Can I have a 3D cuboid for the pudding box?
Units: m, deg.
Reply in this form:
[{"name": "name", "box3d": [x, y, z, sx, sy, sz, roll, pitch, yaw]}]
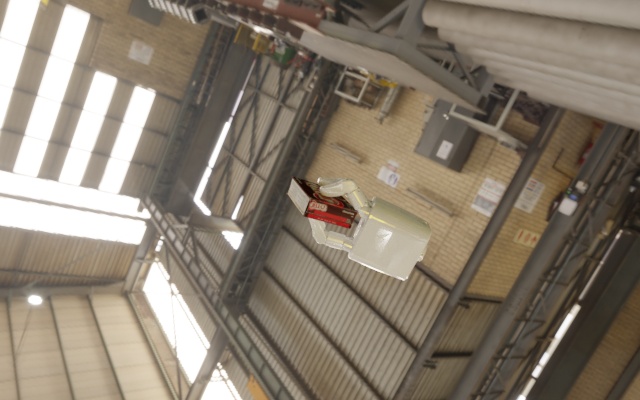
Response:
[{"name": "pudding box", "box3d": [0.000, 0.003, 0.811, 0.090, 0.039, 0.113, 17, 12, -25]}]
